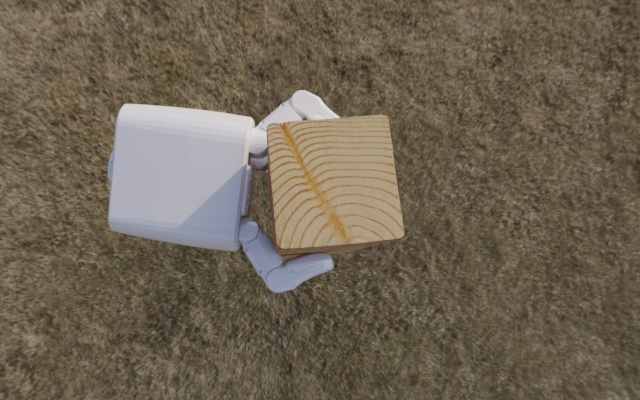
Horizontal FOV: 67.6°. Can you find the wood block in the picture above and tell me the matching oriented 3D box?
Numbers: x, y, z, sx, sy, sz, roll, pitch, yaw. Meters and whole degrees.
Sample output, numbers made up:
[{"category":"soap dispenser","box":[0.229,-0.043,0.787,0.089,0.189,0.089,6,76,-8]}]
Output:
[{"category":"wood block","box":[0.000,0.002,0.430,0.090,0.091,0.206,-5,-8,-6]}]
